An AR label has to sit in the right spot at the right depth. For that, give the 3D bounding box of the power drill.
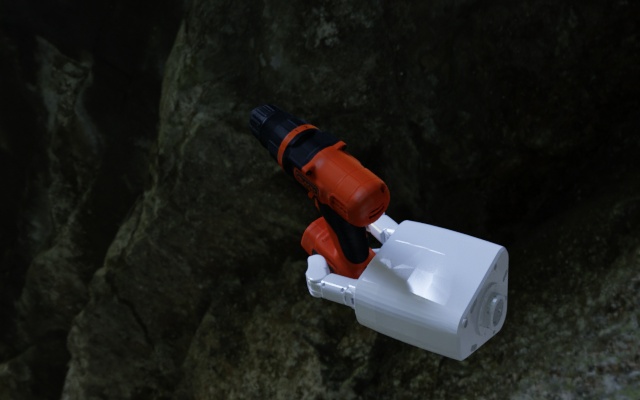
[{"bbox_3d":[0.000,0.002,0.505,0.057,0.188,0.184,-36,54,-16],"label":"power drill"}]
